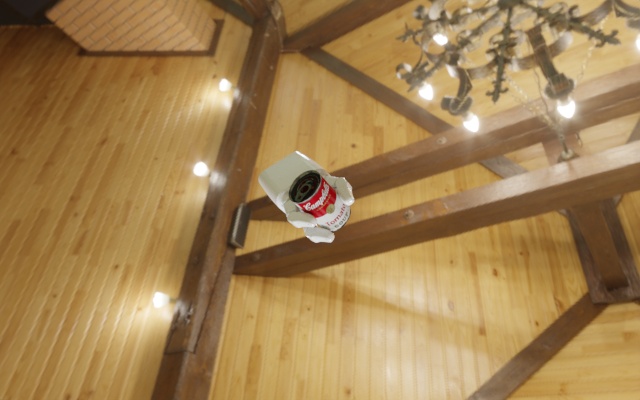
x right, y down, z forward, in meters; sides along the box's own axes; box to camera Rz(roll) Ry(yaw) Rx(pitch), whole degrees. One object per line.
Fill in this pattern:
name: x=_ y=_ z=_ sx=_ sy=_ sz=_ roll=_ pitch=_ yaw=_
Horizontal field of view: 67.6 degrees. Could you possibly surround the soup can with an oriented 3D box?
soup can: x=0.001 y=0.003 z=0.846 sx=0.068 sy=0.068 sz=0.102 roll=0 pitch=-33 yaw=41
